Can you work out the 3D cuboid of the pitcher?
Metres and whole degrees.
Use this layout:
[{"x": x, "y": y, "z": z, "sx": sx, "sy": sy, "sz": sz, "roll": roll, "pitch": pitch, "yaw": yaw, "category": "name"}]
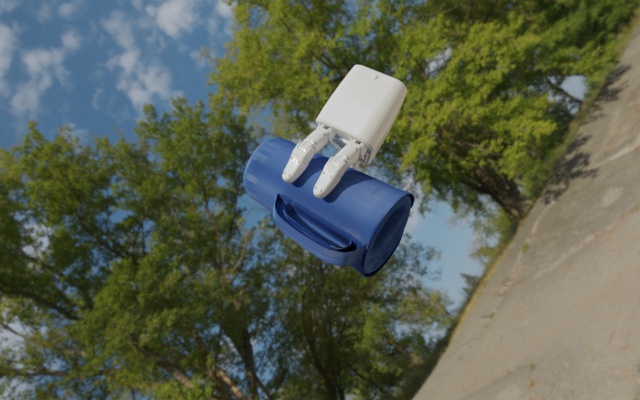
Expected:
[{"x": 0.000, "y": 0.002, "z": 0.702, "sx": 0.242, "sy": 0.145, "sz": 0.149, "roll": 29, "pitch": -8, "yaw": 25, "category": "pitcher"}]
